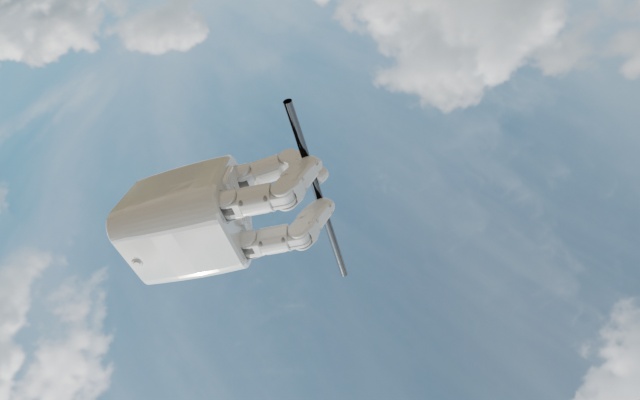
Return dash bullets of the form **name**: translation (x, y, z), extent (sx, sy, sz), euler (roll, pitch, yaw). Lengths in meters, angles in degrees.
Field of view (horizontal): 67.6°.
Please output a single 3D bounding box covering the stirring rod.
- **stirring rod**: translation (0.000, 0.001, 0.481), extent (0.011, 0.240, 0.011), euler (-10, 43, 9)
